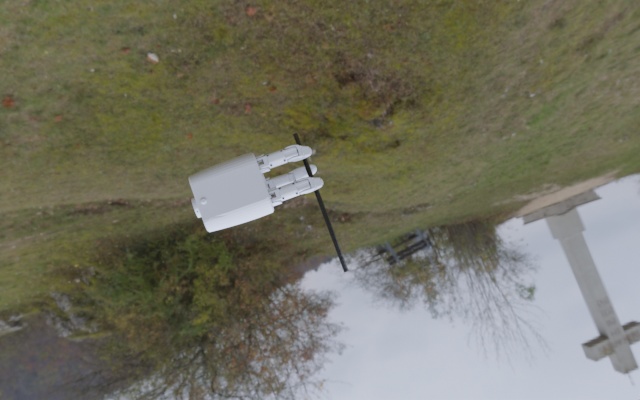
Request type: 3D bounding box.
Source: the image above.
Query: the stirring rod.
[{"bbox_3d":[0.000,0.002,0.781,0.011,0.239,0.011,-20,-3,-1],"label":"stirring rod"}]
